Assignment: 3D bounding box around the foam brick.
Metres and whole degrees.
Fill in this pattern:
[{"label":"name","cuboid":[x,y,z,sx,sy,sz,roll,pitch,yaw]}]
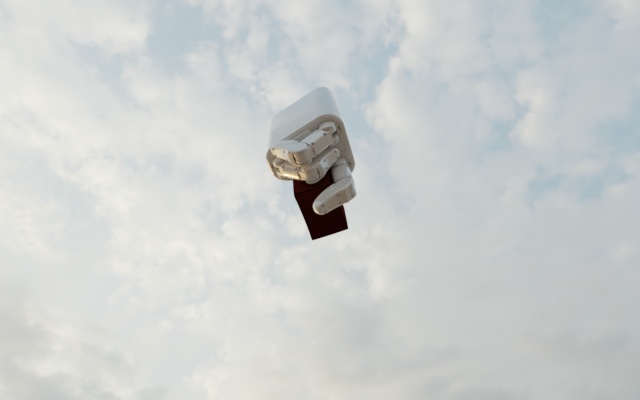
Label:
[{"label":"foam brick","cuboid":[0.000,0.002,0.625,0.053,0.078,0.051,-16,35,5]}]
